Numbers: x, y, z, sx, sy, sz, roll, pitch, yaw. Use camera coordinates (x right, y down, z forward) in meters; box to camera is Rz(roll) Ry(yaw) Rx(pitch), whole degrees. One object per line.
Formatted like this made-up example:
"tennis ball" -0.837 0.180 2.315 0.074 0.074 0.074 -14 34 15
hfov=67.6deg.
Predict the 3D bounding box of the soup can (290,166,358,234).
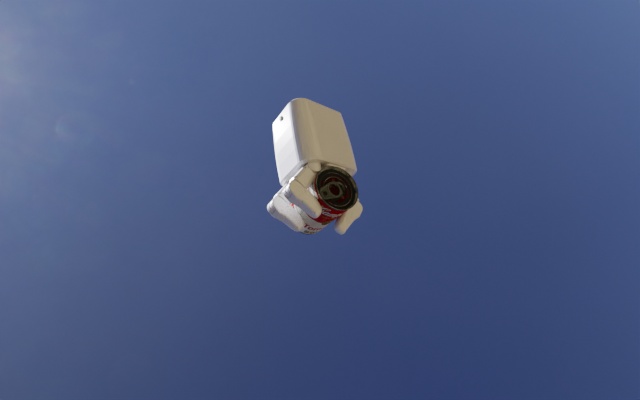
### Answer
"soup can" 0.000 0.003 0.703 0.068 0.068 0.102 0 -24 -31
